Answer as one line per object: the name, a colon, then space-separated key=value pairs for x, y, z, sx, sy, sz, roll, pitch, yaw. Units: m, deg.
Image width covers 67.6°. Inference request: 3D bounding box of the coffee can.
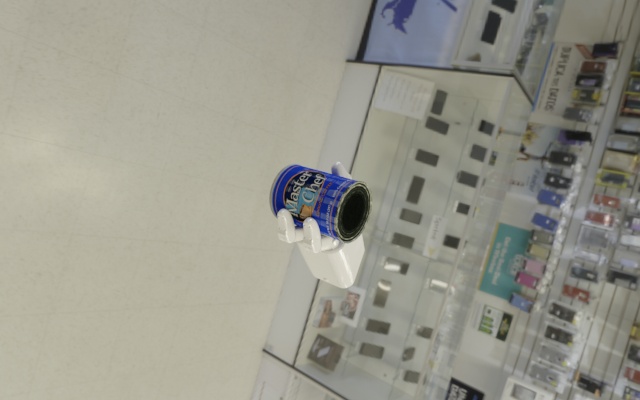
coffee can: x=0.000 y=0.002 z=0.796 sx=0.140 sy=0.103 sz=0.103 roll=17 pitch=10 yaw=35
